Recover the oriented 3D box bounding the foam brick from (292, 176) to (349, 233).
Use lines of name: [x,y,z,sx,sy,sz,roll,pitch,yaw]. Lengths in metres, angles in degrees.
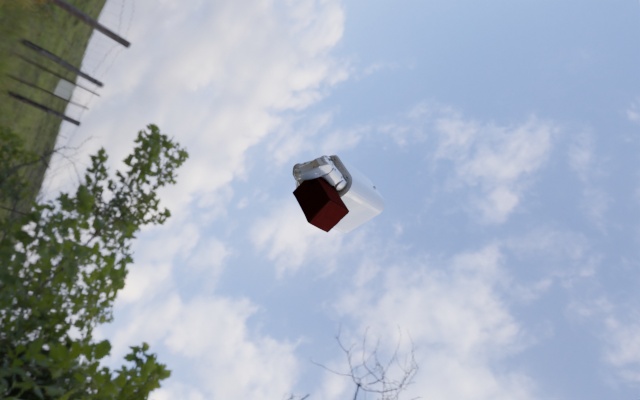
foam brick: [0.000,0.003,0.764,0.051,0.053,0.078,32,20,-42]
